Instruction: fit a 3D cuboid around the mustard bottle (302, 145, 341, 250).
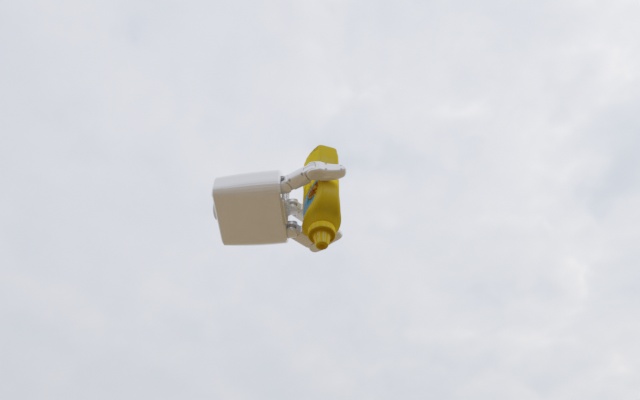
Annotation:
[{"bbox_3d":[0.000,0.002,0.754,0.058,0.096,0.191,14,39,-13],"label":"mustard bottle"}]
